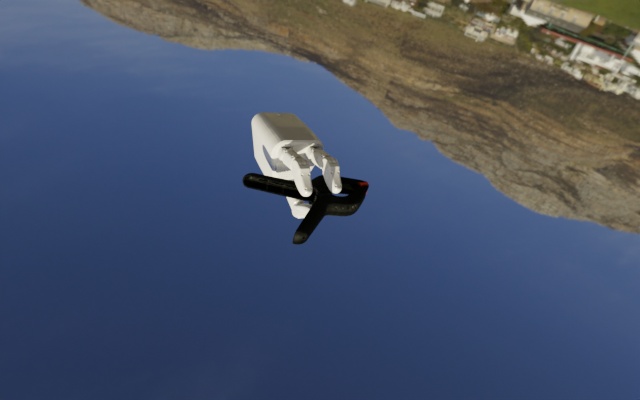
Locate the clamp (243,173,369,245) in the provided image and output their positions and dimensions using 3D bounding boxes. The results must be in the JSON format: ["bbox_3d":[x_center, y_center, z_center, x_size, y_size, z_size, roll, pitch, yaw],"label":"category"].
[{"bbox_3d":[0.000,0.003,0.763,0.210,0.036,0.164,-6,40,-31],"label":"clamp"}]
